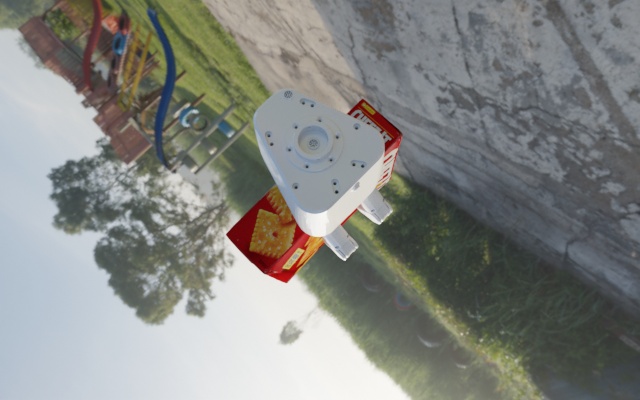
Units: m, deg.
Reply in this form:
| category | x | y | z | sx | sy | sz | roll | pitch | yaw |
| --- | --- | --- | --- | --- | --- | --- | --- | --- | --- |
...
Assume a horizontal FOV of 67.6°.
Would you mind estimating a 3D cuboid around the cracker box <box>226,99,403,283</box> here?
| category | x | y | z | sx | sy | sz | roll | pitch | yaw |
| --- | --- | --- | --- | --- | --- | --- | --- | --- | --- |
| cracker box | 0.000 | 0.002 | 0.584 | 0.072 | 0.213 | 0.164 | 44 | -8 | 12 |
